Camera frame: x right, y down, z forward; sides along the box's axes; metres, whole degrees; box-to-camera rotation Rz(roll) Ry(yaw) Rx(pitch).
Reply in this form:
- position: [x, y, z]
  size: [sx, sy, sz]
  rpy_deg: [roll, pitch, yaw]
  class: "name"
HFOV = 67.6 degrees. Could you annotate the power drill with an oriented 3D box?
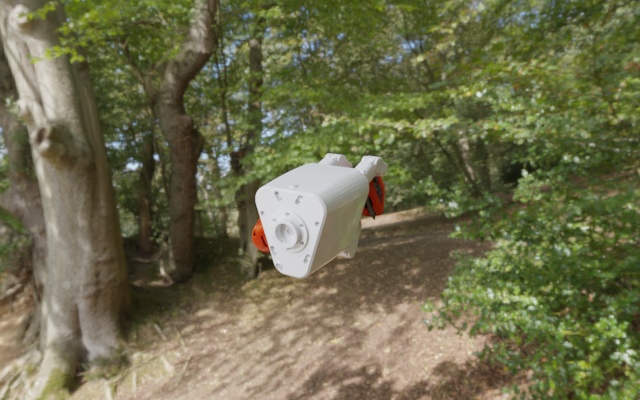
- position: [0.000, 0.002, 0.713]
  size: [0.187, 0.057, 0.184]
  rpy_deg: [-19, 19, 16]
  class: "power drill"
